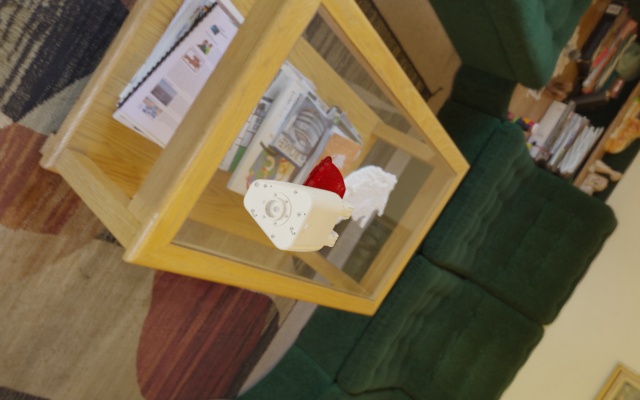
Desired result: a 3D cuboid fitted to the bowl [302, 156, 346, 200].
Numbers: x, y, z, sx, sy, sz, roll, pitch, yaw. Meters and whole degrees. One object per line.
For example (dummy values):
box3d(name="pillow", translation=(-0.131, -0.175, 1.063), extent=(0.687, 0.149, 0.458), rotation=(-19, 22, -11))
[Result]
box3d(name="bowl", translation=(0.001, 0.003, 0.865), extent=(0.055, 0.162, 0.162), rotation=(30, 6, 10))
